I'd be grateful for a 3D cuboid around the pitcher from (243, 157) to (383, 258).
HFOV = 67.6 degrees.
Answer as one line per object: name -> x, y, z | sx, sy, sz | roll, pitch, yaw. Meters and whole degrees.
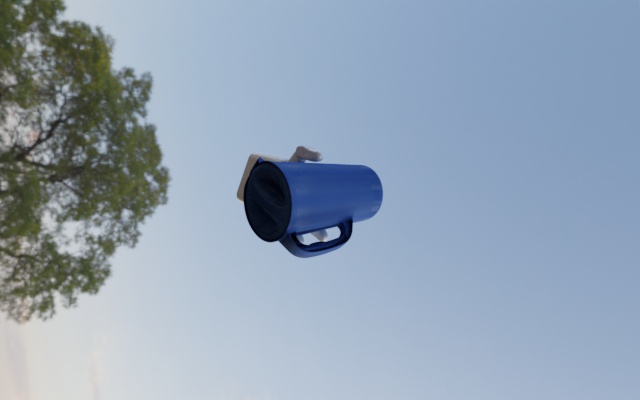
pitcher -> 0.000, 0.003, 0.845 | 0.243, 0.149, 0.145 | -6, 16, -41
